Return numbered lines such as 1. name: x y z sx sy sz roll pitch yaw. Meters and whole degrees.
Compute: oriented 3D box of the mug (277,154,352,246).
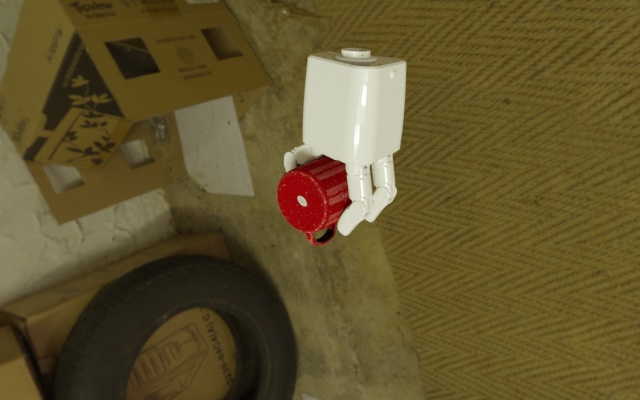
1. mug: 0.000 0.003 0.602 0.093 0.117 0.081 18 28 34
